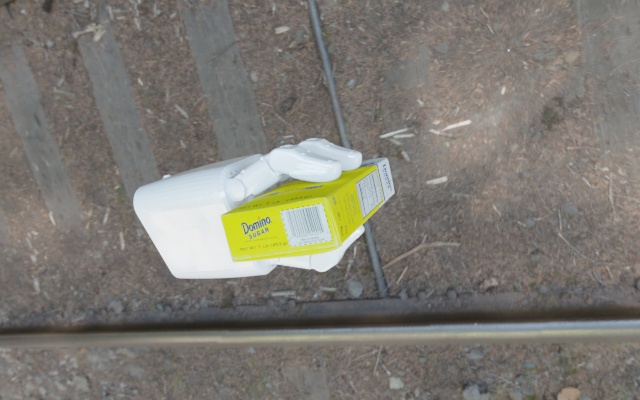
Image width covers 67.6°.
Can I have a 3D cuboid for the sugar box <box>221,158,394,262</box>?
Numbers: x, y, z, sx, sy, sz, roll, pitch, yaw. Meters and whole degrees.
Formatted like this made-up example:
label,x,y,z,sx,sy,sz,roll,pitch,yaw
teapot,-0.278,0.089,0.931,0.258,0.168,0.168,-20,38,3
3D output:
label,x,y,z,sx,sy,sz,roll,pitch,yaw
sugar box,0.000,0.001,0.425,0.093,0.048,0.176,-9,13,23
